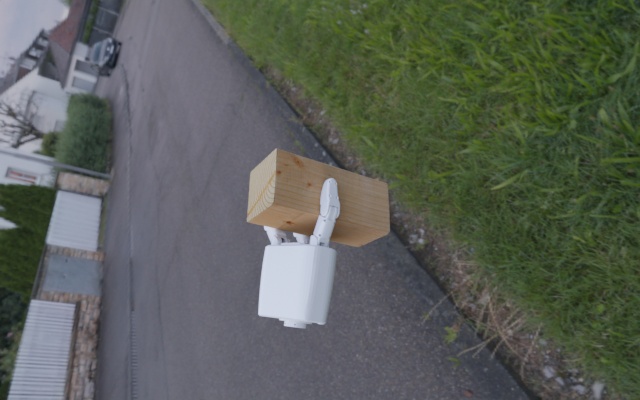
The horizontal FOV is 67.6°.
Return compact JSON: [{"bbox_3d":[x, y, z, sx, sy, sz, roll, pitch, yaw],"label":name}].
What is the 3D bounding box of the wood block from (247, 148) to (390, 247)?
[{"bbox_3d":[0.000,0.003,0.750,0.206,0.090,0.091,15,-28,-29],"label":"wood block"}]
